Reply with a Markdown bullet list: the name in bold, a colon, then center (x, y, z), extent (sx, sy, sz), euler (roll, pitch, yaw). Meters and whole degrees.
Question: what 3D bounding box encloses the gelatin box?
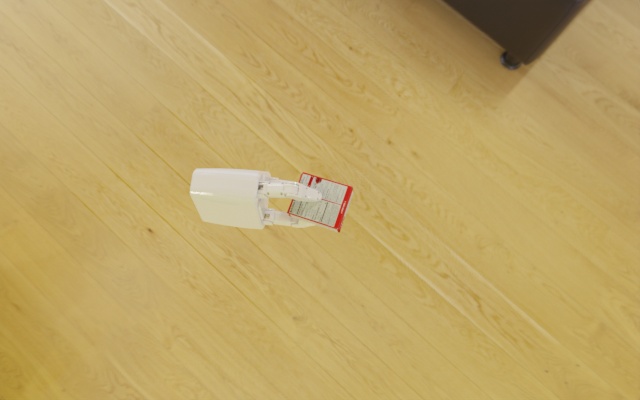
- **gelatin box**: center (0.000, 0.002, 0.763), extent (0.089, 0.073, 0.030), euler (17, -12, 12)
